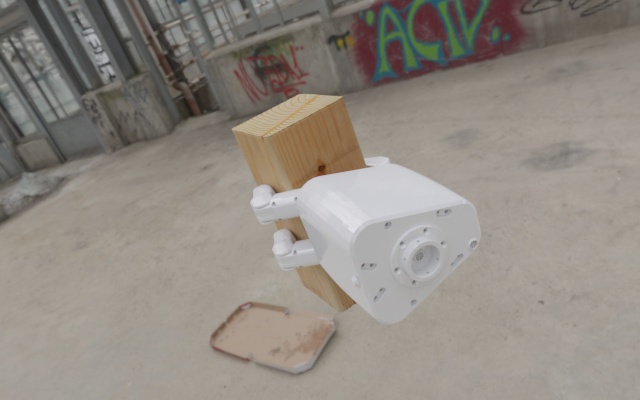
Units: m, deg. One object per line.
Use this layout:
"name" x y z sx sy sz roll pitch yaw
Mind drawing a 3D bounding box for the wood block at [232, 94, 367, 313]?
"wood block" 0.000 0.001 0.509 0.091 0.206 0.090 -32 27 -22
